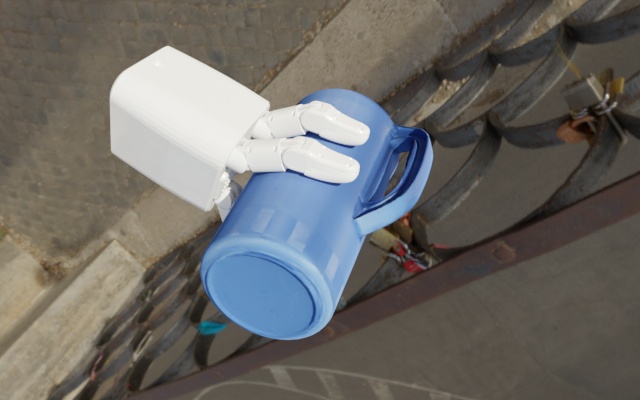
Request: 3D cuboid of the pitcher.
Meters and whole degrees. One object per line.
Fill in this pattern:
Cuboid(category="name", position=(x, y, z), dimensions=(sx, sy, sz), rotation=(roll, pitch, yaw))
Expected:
Cuboid(category="pitcher", position=(0.000, 0.001, 0.440), dimensions=(0.145, 0.149, 0.242), rotation=(31, 39, -4))
